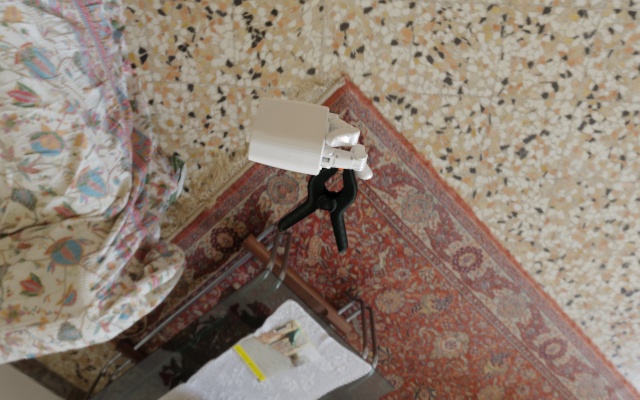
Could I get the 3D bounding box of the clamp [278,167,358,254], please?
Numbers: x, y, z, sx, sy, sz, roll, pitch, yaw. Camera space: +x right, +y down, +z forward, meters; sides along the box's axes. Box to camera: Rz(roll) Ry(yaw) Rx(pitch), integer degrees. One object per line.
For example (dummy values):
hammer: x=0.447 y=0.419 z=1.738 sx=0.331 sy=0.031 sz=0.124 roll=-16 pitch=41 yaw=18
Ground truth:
clamp: x=0.000 y=0.003 z=0.760 sx=0.120 sy=0.171 sz=0.039 roll=10 pitch=26 yaw=-5
